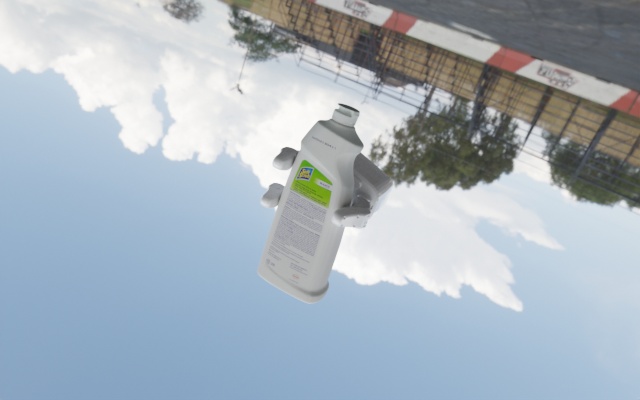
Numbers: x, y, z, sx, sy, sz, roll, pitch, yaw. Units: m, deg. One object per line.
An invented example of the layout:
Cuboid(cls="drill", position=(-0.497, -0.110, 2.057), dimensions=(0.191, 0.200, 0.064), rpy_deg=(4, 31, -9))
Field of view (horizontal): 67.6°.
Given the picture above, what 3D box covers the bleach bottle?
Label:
Cuboid(cls="bleach bottle", position=(0.000, 0.002, 0.615), dimensions=(0.102, 0.251, 0.068), rpy_deg=(26, 20, 15))
